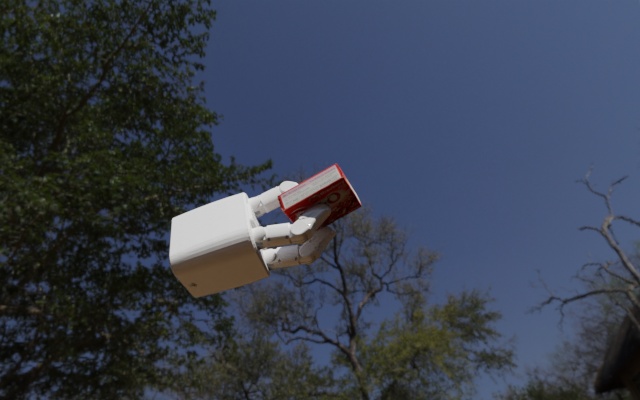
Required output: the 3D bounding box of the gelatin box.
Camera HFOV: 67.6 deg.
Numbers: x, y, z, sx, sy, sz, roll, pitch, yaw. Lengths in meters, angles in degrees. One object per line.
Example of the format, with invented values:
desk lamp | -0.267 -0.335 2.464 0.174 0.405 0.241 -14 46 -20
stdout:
gelatin box | 0.000 0.002 0.618 0.089 0.030 0.073 -29 -38 6
